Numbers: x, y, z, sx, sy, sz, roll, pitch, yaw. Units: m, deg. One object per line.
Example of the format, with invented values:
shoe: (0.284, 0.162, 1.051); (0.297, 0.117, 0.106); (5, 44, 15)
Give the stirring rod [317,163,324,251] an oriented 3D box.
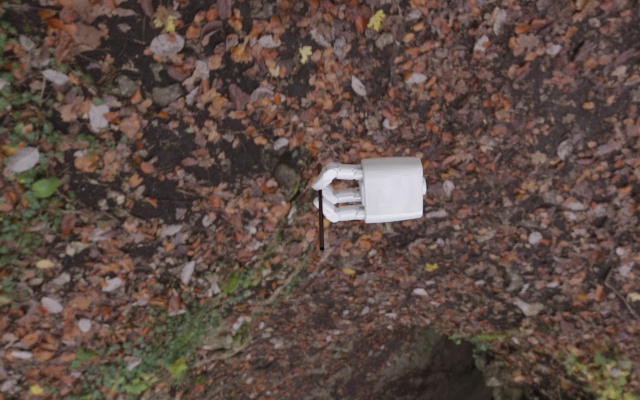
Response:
stirring rod: (0.000, 0.003, 0.848); (0.011, 0.011, 0.239); (0, 38, -1)
